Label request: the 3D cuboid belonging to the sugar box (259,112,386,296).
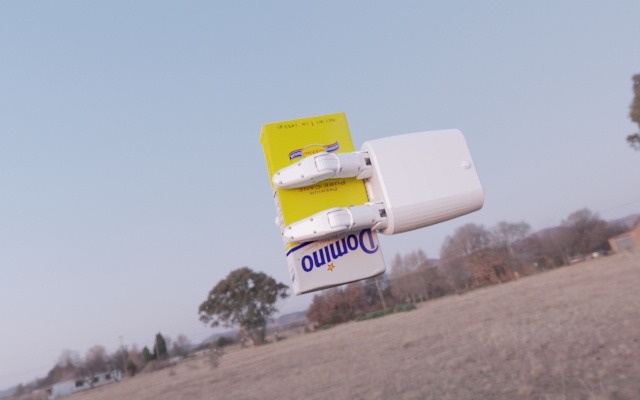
[{"bbox_3d":[0.000,0.001,0.496,0.093,0.176,0.048,-12,-14,-13],"label":"sugar box"}]
